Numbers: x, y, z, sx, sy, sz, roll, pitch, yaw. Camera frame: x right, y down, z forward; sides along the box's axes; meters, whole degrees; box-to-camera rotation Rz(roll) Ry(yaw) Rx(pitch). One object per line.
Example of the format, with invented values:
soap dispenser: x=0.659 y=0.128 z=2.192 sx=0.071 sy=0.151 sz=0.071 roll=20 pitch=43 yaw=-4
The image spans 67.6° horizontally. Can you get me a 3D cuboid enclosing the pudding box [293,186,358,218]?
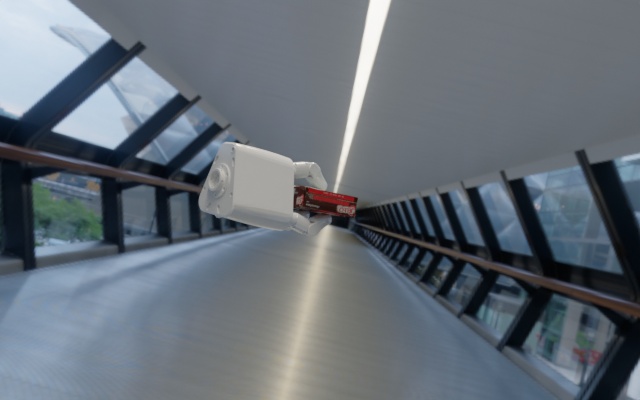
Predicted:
pudding box: x=0.000 y=0.002 z=0.788 sx=0.090 sy=0.039 sz=0.113 roll=13 pitch=-1 yaw=-16
